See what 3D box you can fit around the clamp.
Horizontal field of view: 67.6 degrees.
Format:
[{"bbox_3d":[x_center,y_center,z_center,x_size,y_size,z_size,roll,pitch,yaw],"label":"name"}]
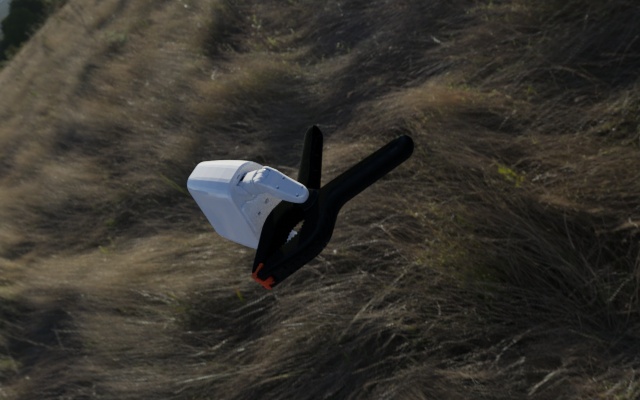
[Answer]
[{"bbox_3d":[-0.001,0.002,0.513,0.164,0.210,0.036,7,-29,47],"label":"clamp"}]
